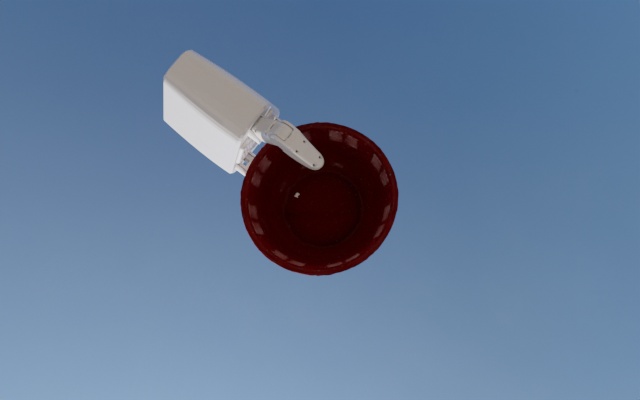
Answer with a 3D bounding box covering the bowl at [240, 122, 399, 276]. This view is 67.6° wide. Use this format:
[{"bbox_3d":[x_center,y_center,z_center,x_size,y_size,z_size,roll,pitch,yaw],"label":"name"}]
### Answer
[{"bbox_3d":[0.001,0.003,0.508,0.162,0.162,0.055,0,-15,6],"label":"bowl"}]
